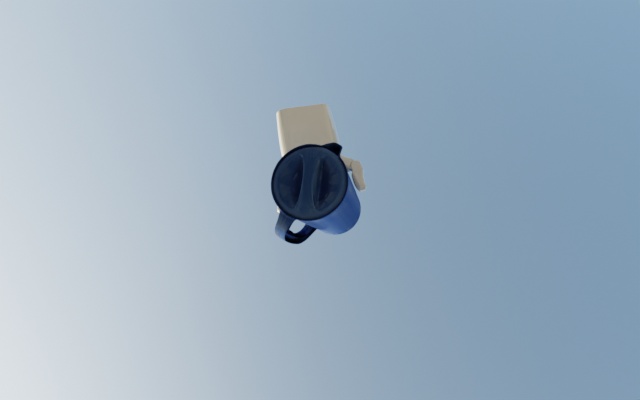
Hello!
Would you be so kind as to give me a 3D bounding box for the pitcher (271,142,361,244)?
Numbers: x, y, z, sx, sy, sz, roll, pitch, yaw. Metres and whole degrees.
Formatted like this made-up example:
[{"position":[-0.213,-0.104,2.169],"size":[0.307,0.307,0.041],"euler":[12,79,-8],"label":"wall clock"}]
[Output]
[{"position":[0.000,0.003,0.896],"size":[0.149,0.145,0.243],"euler":[-15,-16,10],"label":"pitcher"}]
